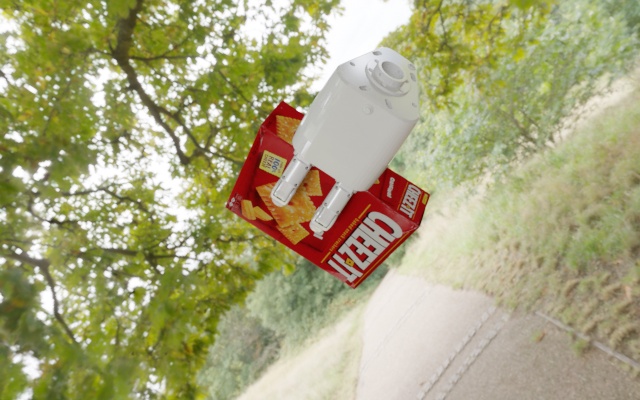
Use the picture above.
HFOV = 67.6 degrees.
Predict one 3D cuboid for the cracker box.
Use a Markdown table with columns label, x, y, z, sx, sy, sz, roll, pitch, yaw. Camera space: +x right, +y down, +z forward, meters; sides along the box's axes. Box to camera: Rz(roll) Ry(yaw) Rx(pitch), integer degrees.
| label | x | y | z | sx | sy | sz | roll | pitch | yaw |
| --- | --- | --- | --- | --- | --- | --- | --- | --- | --- |
| cracker box | 0.000 | 0.002 | 0.606 | 0.214 | 0.072 | 0.164 | 33 | -44 | -3 |
